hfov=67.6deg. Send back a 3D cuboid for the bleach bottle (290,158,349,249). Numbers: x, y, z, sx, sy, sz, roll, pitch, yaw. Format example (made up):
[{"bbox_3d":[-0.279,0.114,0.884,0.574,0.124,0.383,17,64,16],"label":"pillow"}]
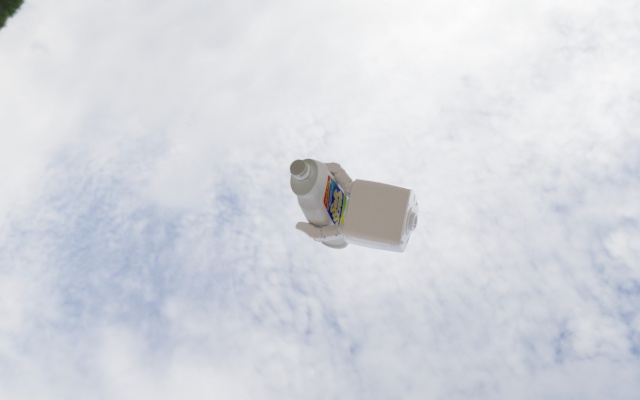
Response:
[{"bbox_3d":[0.000,0.003,0.872,0.068,0.102,0.251,11,-19,24],"label":"bleach bottle"}]
